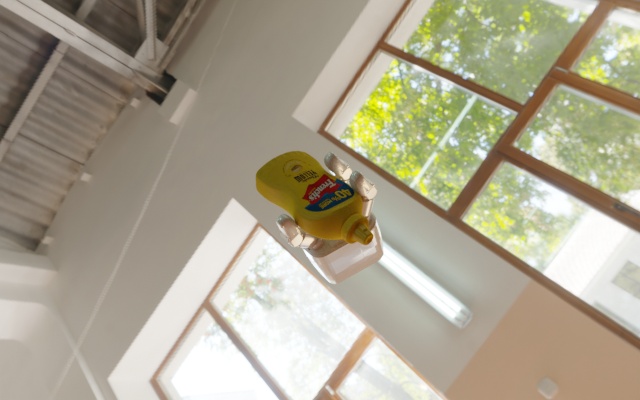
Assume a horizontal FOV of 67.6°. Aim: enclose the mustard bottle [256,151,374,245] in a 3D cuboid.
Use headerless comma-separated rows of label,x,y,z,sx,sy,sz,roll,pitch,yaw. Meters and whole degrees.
mustard bottle,0.000,0.002,0.661,0.096,0.058,0.191,-26,48,-32
